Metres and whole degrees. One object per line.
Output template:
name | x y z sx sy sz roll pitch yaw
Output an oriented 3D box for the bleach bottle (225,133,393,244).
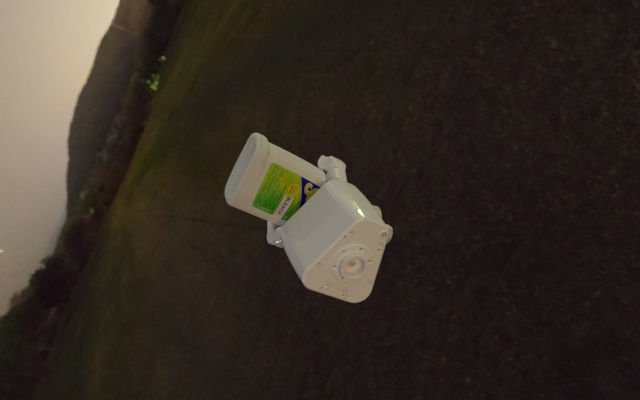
bleach bottle | 0.000 0.002 0.669 0.251 0.102 0.068 22 15 -25
